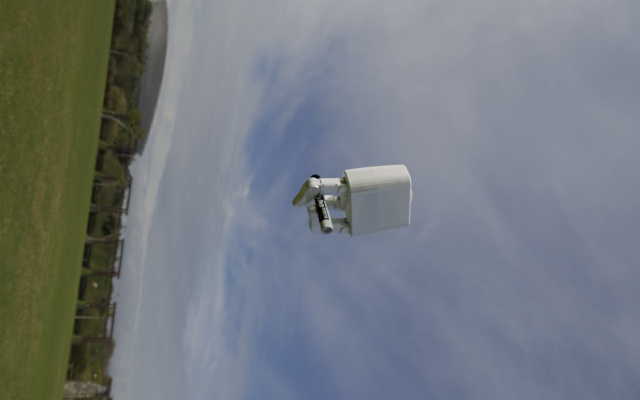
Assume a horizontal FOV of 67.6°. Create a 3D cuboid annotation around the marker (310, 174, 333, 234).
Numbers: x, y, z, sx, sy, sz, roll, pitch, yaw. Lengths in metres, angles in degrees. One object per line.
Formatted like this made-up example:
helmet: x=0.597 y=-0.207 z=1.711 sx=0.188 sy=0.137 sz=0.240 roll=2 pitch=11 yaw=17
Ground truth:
marker: x=0.000 y=0.003 z=0.773 sx=0.020 sy=0.121 sz=0.020 roll=-7 pitch=-42 yaw=-7
